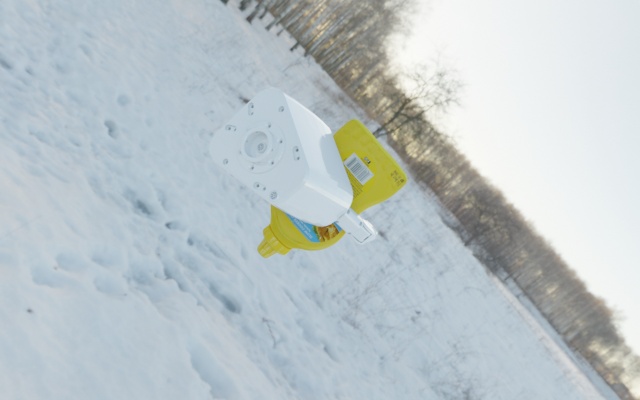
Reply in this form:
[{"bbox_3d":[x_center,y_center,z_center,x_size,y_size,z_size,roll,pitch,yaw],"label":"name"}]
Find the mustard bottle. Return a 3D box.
[{"bbox_3d":[0.000,0.002,0.556,0.191,0.096,0.058,-41,0,10],"label":"mustard bottle"}]
